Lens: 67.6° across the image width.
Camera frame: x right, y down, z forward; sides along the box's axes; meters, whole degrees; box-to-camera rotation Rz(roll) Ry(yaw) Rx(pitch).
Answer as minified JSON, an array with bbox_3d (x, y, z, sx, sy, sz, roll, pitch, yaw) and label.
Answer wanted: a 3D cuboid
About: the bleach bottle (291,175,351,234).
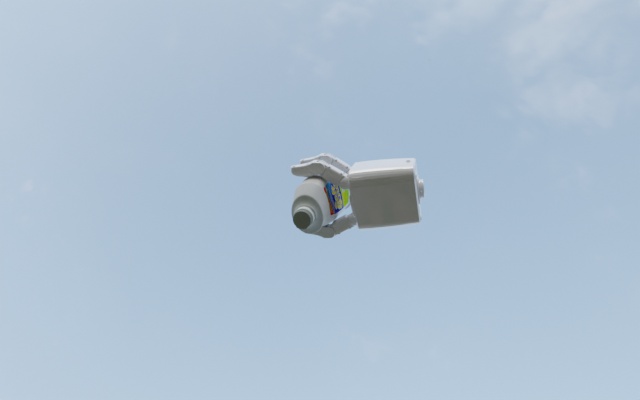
[{"bbox_3d":[0.000,0.003,0.816,0.068,0.102,0.250,-5,15,14],"label":"bleach bottle"}]
